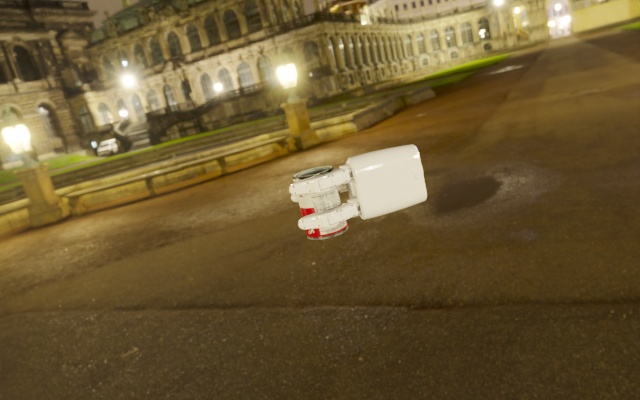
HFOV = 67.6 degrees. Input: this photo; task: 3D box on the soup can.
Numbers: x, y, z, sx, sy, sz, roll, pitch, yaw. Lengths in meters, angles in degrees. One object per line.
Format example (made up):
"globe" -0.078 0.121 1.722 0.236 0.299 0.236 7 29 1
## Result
"soup can" 0.000 0.002 0.753 0.068 0.102 0.068 -13 13 3
